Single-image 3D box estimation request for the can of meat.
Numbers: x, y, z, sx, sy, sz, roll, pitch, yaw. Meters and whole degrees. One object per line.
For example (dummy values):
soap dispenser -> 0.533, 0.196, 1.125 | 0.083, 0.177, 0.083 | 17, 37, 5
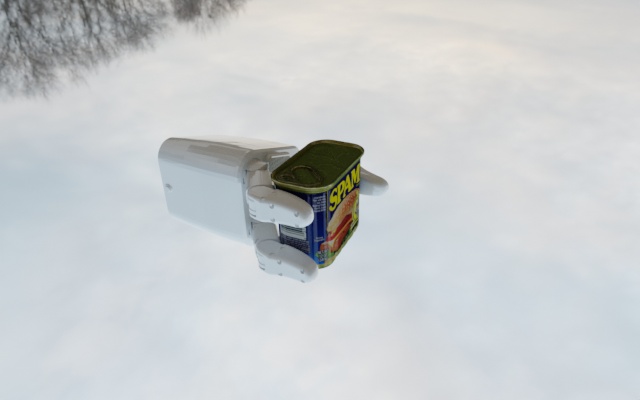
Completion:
can of meat -> 0.000, 0.002, 0.441 | 0.057, 0.084, 0.102 | 12, 31, 22
